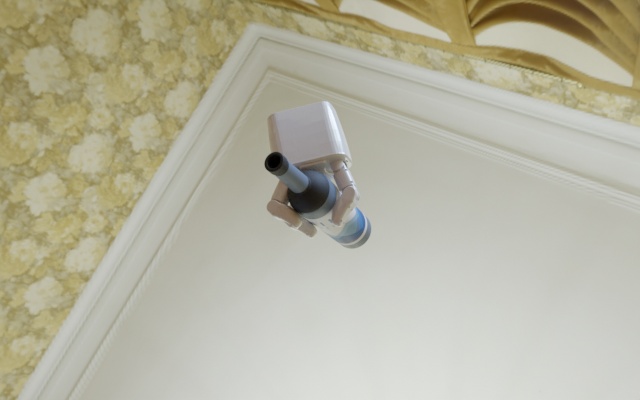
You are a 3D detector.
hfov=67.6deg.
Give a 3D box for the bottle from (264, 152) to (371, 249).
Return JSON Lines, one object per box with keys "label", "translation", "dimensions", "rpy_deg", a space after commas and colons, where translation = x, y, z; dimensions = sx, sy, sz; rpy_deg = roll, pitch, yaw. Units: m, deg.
{"label": "bottle", "translation": [0.000, 0.002, 0.714], "dimensions": [0.069, 0.069, 0.296], "rpy_deg": [0, -20, 25]}
